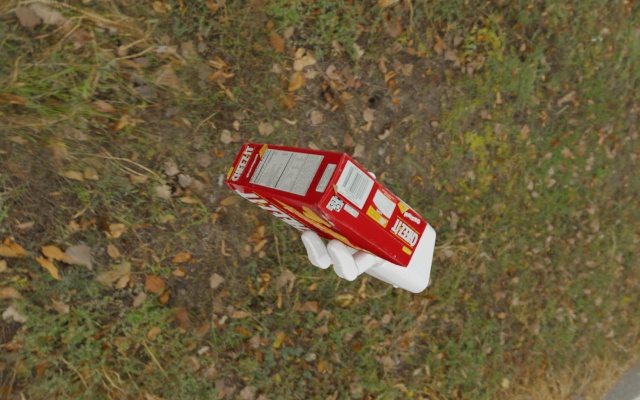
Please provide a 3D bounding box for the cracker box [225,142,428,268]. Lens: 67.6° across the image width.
[{"bbox_3d":[0.000,0.002,0.604,0.164,0.072,0.213,35,-14,-37],"label":"cracker box"}]
